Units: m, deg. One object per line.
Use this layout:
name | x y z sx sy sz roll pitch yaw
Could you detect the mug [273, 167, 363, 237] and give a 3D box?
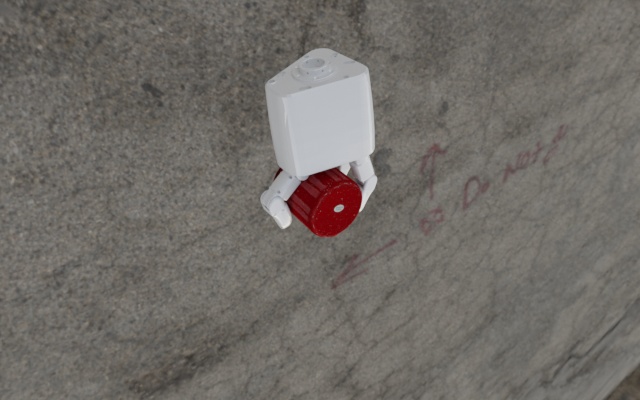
mug | 0.000 0.003 0.615 0.093 0.117 0.081 -30 46 -21
